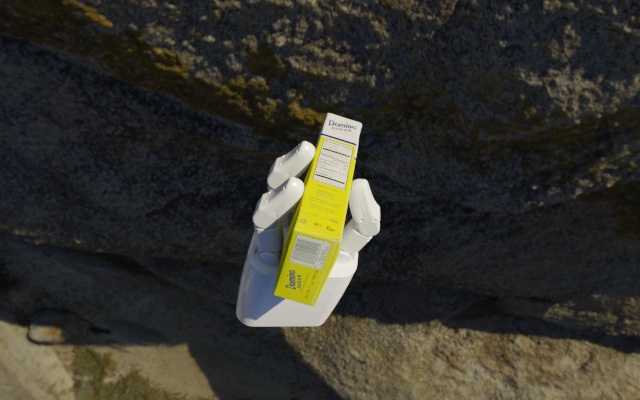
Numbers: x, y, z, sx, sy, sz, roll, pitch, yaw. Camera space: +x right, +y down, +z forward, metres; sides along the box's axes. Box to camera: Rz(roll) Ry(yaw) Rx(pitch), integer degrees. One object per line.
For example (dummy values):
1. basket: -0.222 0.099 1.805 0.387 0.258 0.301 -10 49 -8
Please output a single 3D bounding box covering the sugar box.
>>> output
1. sugar box: -0.001 0.002 0.462 0.048 0.093 0.176 16 42 -5
